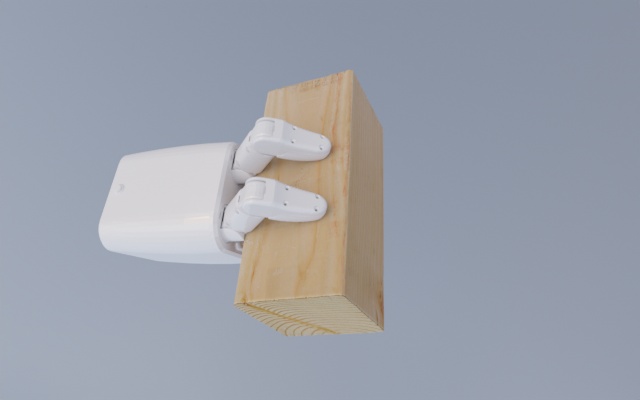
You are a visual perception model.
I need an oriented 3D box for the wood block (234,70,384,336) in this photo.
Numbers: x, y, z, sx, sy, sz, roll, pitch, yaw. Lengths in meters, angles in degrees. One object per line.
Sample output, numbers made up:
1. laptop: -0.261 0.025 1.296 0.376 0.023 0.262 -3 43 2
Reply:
1. wood block: 0.000 0.002 0.413 0.090 0.206 0.091 -9 -33 22
